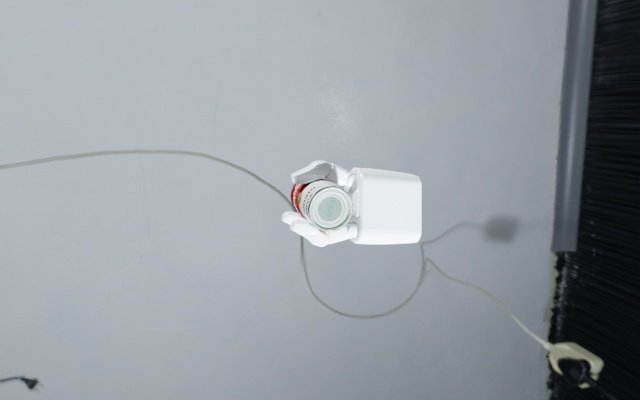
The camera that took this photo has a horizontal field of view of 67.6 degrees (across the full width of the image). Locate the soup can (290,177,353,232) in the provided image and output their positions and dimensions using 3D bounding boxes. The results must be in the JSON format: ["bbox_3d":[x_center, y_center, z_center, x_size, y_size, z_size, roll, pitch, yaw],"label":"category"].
[{"bbox_3d":[0.000,0.002,0.712,0.068,0.068,0.102,0,12,-18],"label":"soup can"}]
